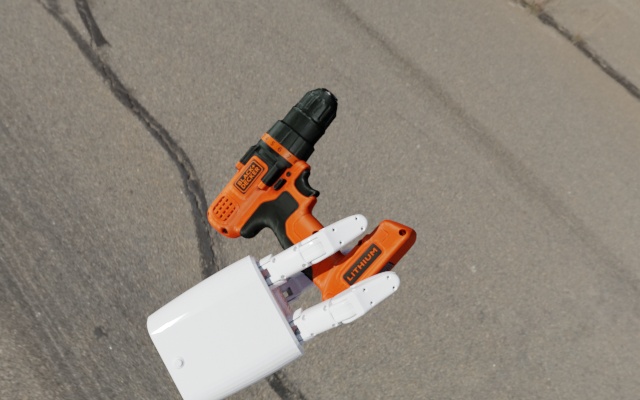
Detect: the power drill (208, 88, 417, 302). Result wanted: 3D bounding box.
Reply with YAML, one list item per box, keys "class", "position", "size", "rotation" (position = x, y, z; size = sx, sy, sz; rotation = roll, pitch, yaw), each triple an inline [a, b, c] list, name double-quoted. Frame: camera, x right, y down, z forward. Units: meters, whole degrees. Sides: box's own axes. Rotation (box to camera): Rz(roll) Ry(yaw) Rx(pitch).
- class: "power drill"
  position: [0.000, 0.002, 0.471]
  size: [0.187, 0.184, 0.057]
  rotation: [41, 5, 22]
